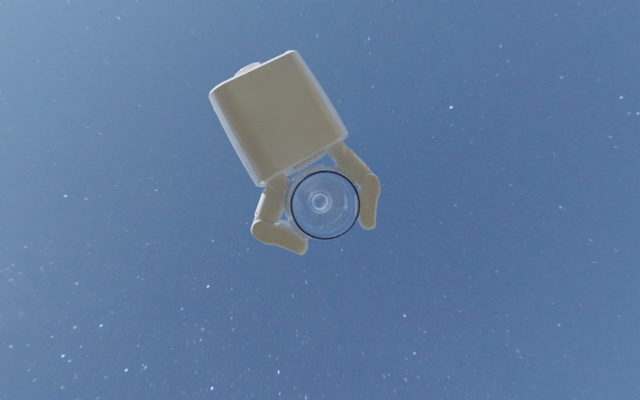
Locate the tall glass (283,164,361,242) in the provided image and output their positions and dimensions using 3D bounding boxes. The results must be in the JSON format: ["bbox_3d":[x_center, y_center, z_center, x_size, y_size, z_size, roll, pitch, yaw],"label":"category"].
[{"bbox_3d":[0.000,0.002,0.519,0.079,0.079,0.201,0,2,-3],"label":"tall glass"}]
